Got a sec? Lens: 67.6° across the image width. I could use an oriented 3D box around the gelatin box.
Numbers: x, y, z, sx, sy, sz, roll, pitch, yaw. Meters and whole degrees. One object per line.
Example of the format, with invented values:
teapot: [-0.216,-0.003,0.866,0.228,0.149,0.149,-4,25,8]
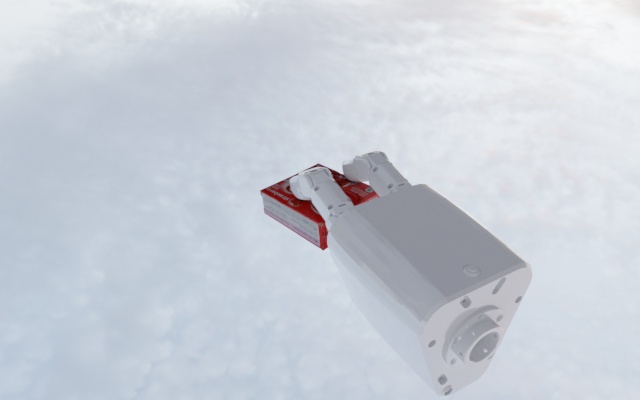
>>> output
gelatin box: [0.000,0.002,0.440,0.073,0.030,0.089,-28,37,-32]
